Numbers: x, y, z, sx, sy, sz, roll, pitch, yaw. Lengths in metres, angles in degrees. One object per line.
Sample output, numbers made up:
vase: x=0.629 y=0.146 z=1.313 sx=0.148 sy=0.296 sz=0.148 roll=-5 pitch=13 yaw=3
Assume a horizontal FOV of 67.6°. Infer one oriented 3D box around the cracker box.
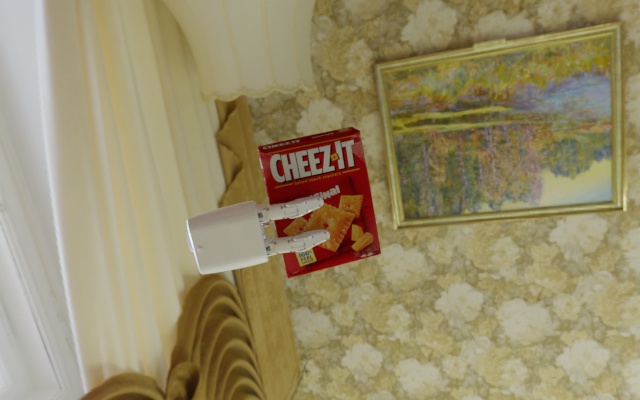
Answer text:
cracker box: x=0.000 y=0.003 z=0.780 sx=0.164 sy=0.214 sz=0.072 roll=-13 pitch=15 yaw=-6
